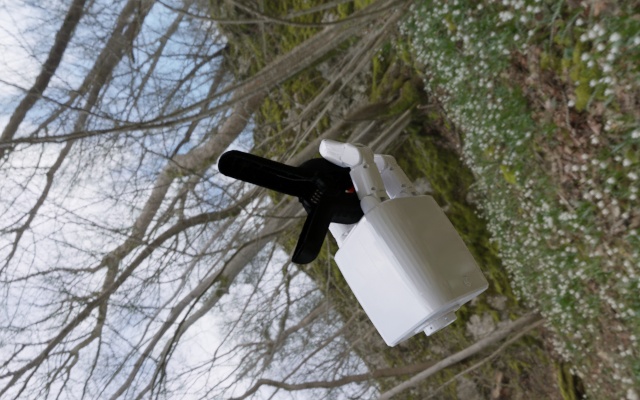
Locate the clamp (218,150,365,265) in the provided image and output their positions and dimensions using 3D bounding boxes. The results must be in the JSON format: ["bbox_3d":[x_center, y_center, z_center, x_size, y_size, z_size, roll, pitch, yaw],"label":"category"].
[{"bbox_3d":[0.000,0.002,0.439,0.171,0.120,0.039,-5,-35,-45],"label":"clamp"}]
